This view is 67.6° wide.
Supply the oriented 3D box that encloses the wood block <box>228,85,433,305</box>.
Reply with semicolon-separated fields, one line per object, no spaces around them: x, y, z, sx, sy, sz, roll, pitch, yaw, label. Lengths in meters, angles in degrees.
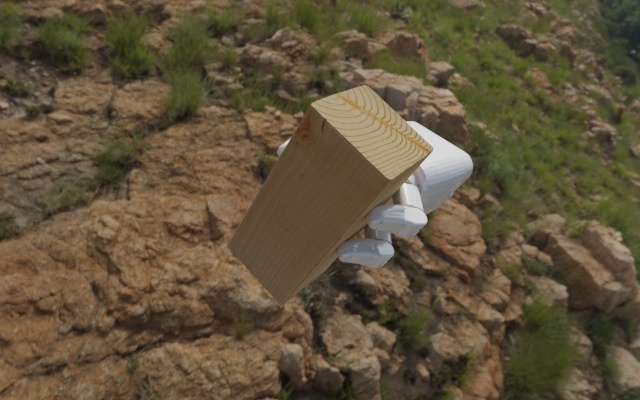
0.000;0.001;0.467;0.090;0.091;0.206;-32;-16;-47;wood block
